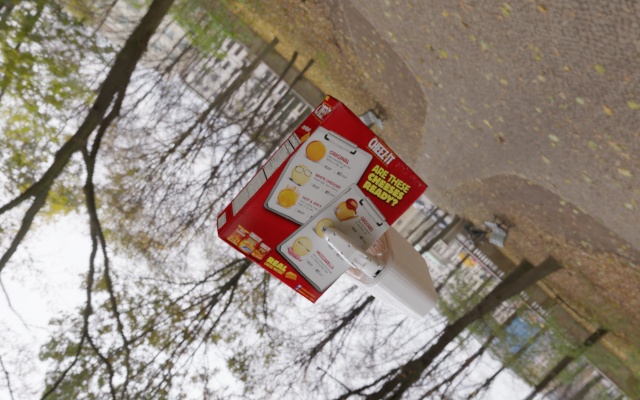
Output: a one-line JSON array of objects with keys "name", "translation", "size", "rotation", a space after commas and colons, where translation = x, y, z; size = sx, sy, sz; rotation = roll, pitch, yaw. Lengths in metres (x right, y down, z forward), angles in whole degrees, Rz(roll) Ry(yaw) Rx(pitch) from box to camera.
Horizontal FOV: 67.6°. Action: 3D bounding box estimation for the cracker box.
[{"name": "cracker box", "translation": [0.000, 0.002, 0.602], "size": [0.164, 0.214, 0.072], "rotation": [40, 8, -25]}]
